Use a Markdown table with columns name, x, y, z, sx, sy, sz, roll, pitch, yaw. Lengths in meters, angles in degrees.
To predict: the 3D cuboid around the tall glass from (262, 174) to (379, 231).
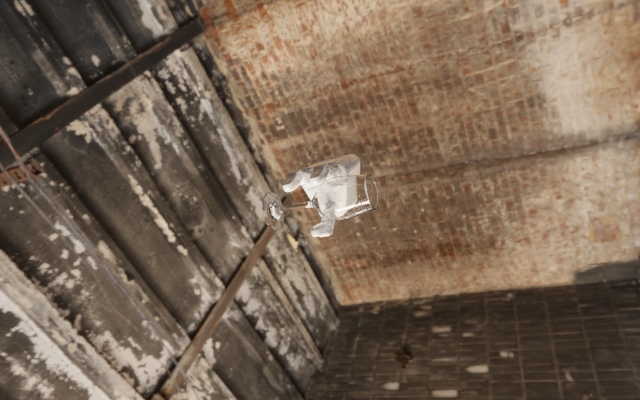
| name | x | y | z | sx | sy | sz | roll | pitch | yaw |
| --- | --- | --- | --- | --- | --- | --- | --- | --- | --- |
| tall glass | -0.001 | 0.003 | 0.855 | 0.201 | 0.079 | 0.079 | -11 | -5 | 25 |
